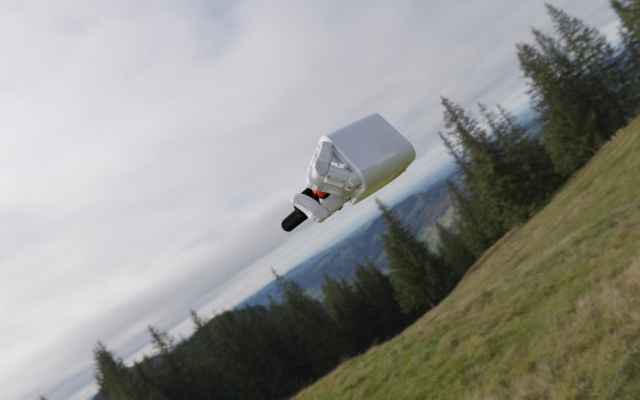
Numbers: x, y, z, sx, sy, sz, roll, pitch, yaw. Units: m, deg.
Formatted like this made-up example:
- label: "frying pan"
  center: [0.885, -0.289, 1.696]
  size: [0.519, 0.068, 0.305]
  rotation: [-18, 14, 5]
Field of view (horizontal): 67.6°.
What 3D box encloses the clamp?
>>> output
- label: "clamp"
  center: [0.000, 0.002, 0.805]
  size: [0.120, 0.039, 0.171]
  rotation: [-27, -10, -21]
